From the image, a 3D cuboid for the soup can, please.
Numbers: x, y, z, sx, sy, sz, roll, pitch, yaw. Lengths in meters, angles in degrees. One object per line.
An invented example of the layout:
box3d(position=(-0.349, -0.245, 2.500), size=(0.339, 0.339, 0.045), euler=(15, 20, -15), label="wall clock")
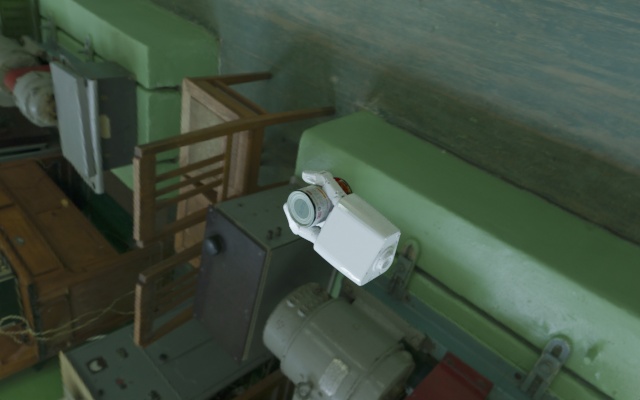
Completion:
box3d(position=(0.000, 0.002, 0.841), size=(0.068, 0.068, 0.102), euler=(0, 14, 44), label="soup can")
